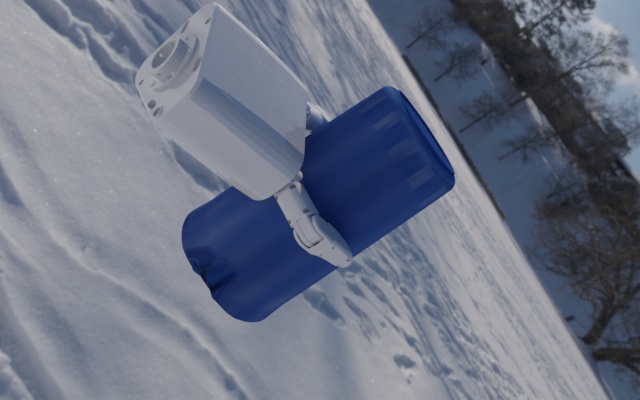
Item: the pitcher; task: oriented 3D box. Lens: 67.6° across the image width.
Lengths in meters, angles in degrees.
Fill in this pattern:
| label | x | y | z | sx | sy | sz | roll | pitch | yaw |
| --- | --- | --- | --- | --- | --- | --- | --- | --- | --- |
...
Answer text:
| label | x | y | z | sx | sy | sz | roll | pitch | yaw |
| --- | --- | --- | --- | --- | --- | --- | --- | --- | --- |
| pitcher | 0.000 | 0.001 | 0.464 | 0.243 | 0.149 | 0.145 | -34 | -45 | 19 |
